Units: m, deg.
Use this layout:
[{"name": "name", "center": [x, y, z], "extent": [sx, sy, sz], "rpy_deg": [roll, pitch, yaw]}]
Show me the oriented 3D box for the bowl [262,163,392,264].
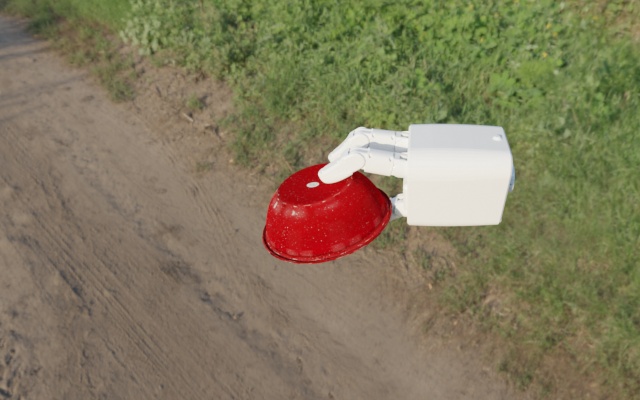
[{"name": "bowl", "center": [-0.001, 0.002, 0.564], "extent": [0.162, 0.055, 0.162], "rpy_deg": [-13, 31, 8]}]
